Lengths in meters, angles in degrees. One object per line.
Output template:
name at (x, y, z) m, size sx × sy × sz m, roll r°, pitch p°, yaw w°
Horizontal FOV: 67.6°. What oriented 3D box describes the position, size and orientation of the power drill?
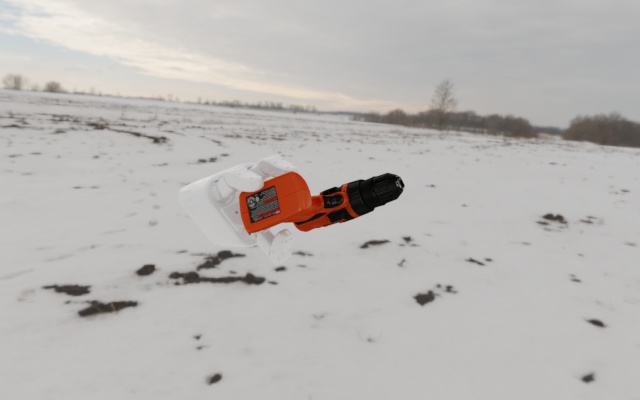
power drill at (0.000, 0.002, 0.639) m, size 0.184 × 0.057 × 0.187 m, roll -22°, pitch -15°, yaw 31°
